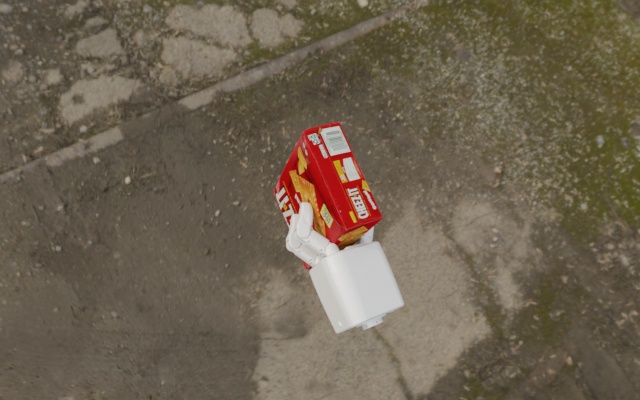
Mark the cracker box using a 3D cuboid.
[{"bbox_3d":[0.000,0.002,0.765,0.072,0.164,0.214,-16,-17,-24],"label":"cracker box"}]
